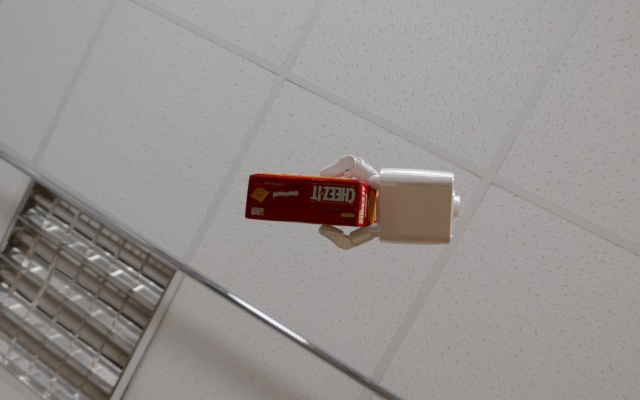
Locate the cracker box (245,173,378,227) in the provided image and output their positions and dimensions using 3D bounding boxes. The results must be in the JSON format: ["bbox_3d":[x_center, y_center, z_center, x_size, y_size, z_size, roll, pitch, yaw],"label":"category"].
[{"bbox_3d":[0.000,0.003,0.749,0.164,0.072,0.214,3,-2,14],"label":"cracker box"}]
